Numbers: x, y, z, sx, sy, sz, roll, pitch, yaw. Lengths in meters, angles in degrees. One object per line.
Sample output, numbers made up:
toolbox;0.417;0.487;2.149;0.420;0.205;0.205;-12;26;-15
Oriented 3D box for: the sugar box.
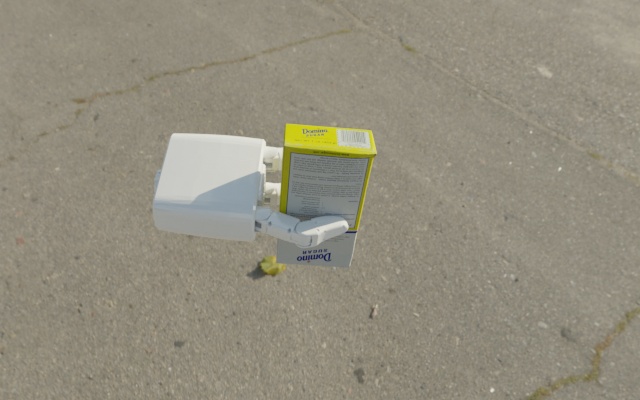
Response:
sugar box;0.000;0.001;0.534;0.093;0.176;0.048;5;44;-5
